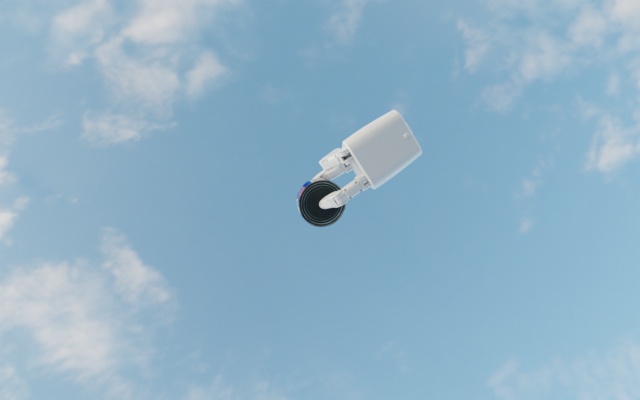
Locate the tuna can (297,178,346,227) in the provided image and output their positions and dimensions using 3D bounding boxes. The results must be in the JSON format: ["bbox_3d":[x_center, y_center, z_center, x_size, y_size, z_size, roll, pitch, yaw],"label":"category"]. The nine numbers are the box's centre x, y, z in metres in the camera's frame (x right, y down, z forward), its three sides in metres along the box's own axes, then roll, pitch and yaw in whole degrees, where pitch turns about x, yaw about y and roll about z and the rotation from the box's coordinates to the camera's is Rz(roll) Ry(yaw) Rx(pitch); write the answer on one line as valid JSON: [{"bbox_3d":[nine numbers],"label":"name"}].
[{"bbox_3d":[0.000,0.003,0.866,0.086,0.086,0.033,0,11,-12],"label":"tuna can"}]
